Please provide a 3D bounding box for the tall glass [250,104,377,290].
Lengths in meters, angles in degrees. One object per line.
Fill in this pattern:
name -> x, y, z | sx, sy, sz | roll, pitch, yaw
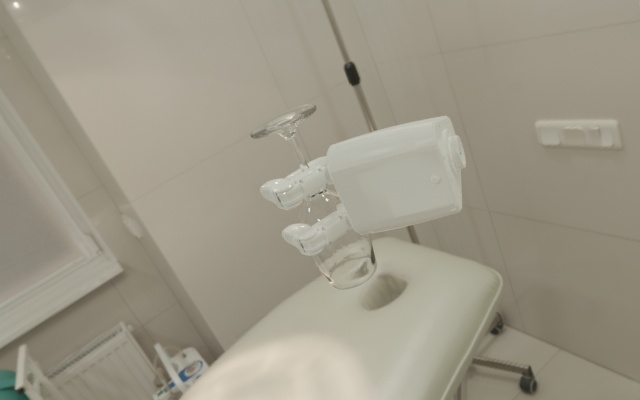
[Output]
tall glass -> 0.000, 0.001, 0.526 | 0.079, 0.201, 0.079 | -21, 22, 9
